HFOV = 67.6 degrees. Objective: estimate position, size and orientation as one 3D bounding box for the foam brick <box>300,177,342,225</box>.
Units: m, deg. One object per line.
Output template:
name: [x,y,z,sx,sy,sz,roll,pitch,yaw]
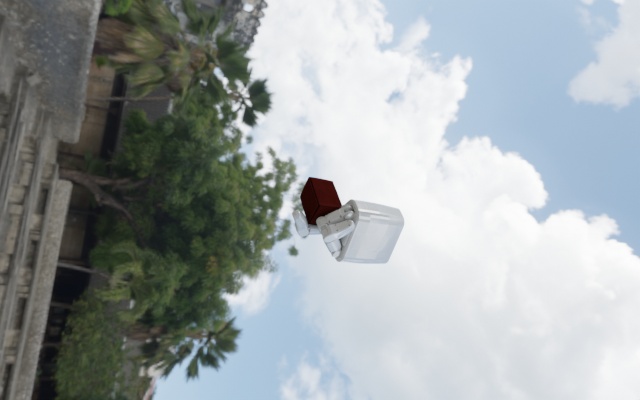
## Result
foam brick: [0.000,0.003,0.890,0.051,0.078,0.053,7,-48,-25]
